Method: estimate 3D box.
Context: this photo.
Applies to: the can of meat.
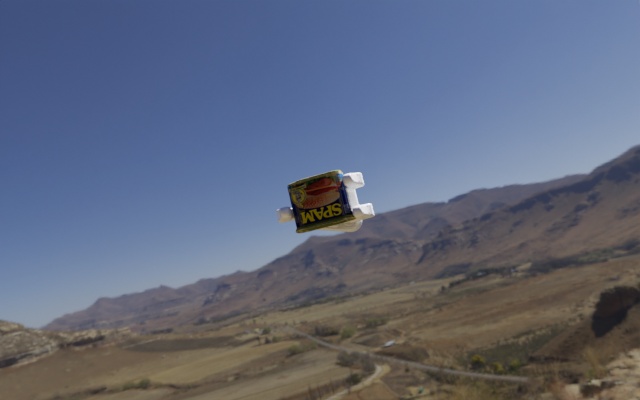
[{"bbox_3d":[0.000,0.002,0.805,0.102,0.084,0.057,-15,-8,9],"label":"can of meat"}]
